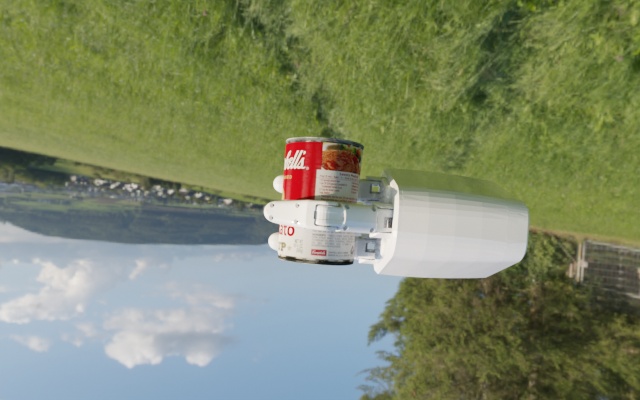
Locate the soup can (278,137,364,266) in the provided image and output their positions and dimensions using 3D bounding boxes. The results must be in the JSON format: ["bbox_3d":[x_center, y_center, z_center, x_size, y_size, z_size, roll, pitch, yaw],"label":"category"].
[{"bbox_3d":[0.000,0.002,0.412,0.068,0.102,0.068,5,-2,0],"label":"soup can"}]
